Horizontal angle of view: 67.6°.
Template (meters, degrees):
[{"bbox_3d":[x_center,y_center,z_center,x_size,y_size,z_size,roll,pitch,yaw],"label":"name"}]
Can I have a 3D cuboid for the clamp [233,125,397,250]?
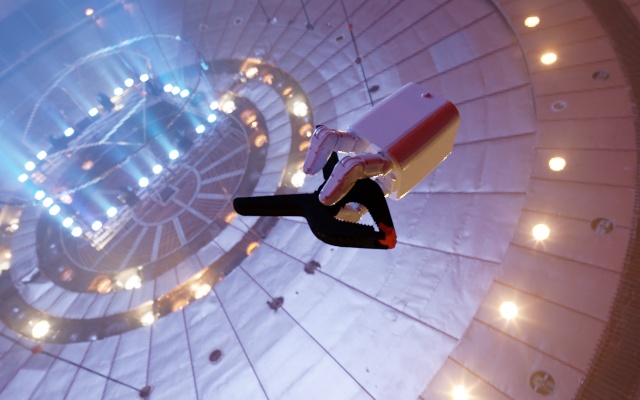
[{"bbox_3d":[0.001,0.002,0.565,0.210,0.164,0.036,42,-14,40],"label":"clamp"}]
